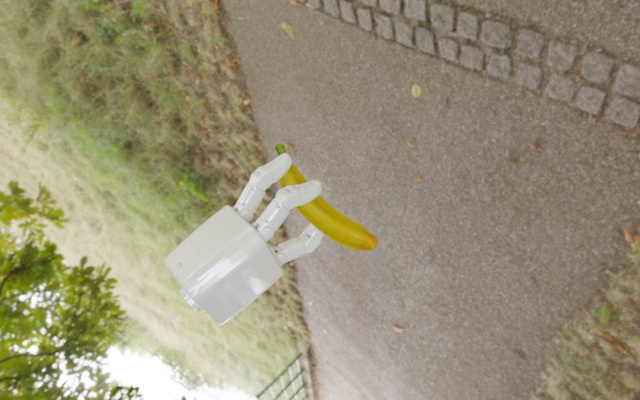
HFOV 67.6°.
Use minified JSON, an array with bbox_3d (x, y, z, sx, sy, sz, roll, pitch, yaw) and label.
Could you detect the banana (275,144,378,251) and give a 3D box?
[{"bbox_3d":[-0.001,0.009,0.630,0.037,0.197,0.070,-38,-25,-17],"label":"banana"}]
